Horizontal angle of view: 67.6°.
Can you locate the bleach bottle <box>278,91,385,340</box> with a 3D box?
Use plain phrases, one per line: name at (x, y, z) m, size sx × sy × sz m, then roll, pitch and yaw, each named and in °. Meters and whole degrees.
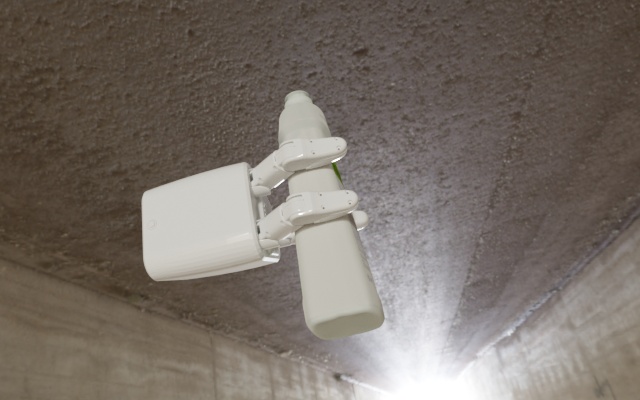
bleach bottle at (0.000, 0.002, 0.476) m, size 0.068 × 0.250 × 0.103 m, roll -14°, pitch -27°, yaw 4°
